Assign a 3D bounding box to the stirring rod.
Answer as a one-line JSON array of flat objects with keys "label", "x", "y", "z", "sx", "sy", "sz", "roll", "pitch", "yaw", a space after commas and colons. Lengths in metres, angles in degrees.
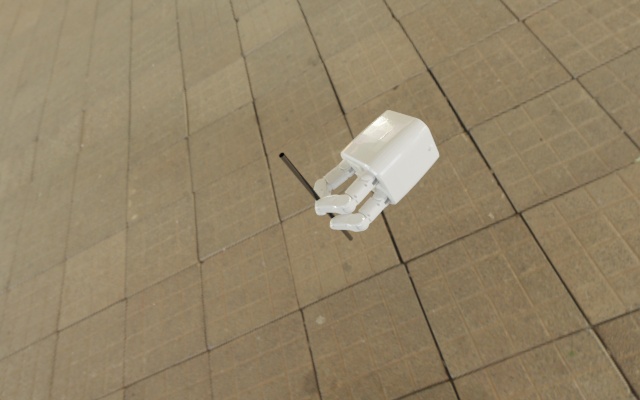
[{"label": "stirring rod", "x": 0.000, "y": 0.002, "z": 0.713, "sx": 0.011, "sy": 0.011, "sz": 0.240, "roll": 0, "pitch": -31, "yaw": 30}]
